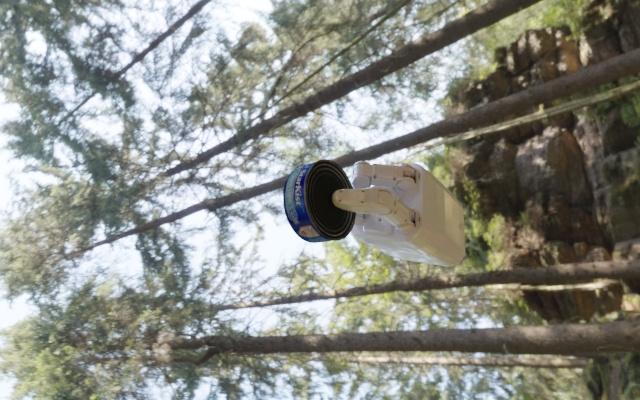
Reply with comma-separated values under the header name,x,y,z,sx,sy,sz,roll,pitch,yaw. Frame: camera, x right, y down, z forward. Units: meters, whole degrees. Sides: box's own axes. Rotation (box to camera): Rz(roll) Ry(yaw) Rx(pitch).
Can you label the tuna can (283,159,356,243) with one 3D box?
name,x,y,z,sx,sy,sz,roll,pitch,yaw
tuna can,0.000,0.002,0.505,0.034,0.086,0.086,-12,-8,38
